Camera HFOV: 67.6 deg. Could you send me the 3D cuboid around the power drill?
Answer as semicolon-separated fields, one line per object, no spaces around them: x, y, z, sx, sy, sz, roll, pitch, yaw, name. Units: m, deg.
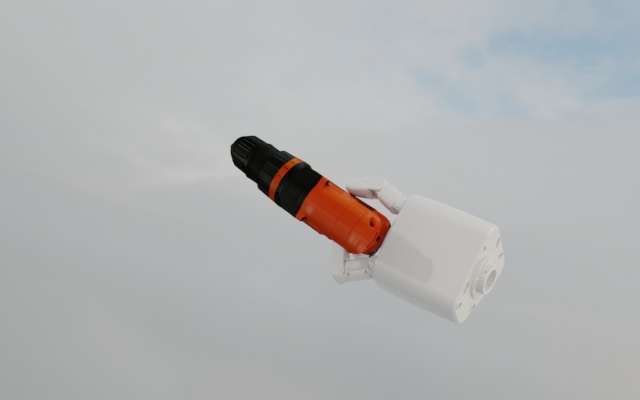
0.000;0.002;0.544;0.184;0.057;0.188;37;4;22;power drill
